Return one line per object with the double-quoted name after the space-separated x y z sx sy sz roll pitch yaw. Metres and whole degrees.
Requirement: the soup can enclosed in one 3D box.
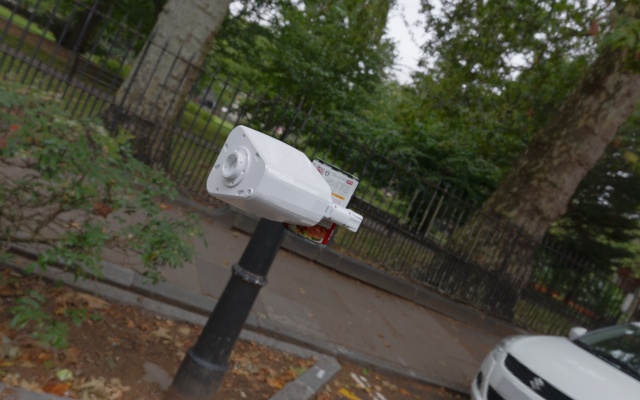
0.001 0.002 0.642 0.068 0.102 0.068 27 4 -2 "soup can"
